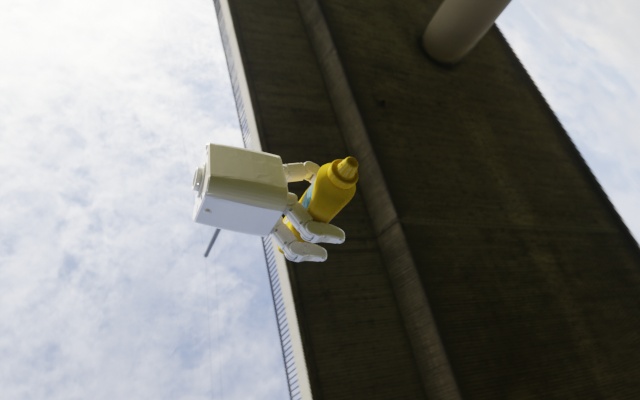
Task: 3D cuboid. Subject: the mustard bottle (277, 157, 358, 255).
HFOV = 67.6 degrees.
[{"bbox_3d":[0.000,0.002,0.679,0.058,0.096,0.192,30,-43,-7],"label":"mustard bottle"}]
